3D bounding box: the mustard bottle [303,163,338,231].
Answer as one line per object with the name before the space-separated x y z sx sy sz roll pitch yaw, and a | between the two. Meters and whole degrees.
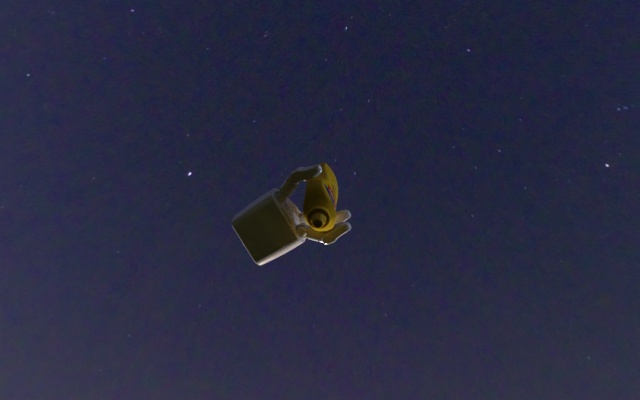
mustard bottle | 0.000 0.003 0.894 0.058 0.096 0.191 -9 22 8
